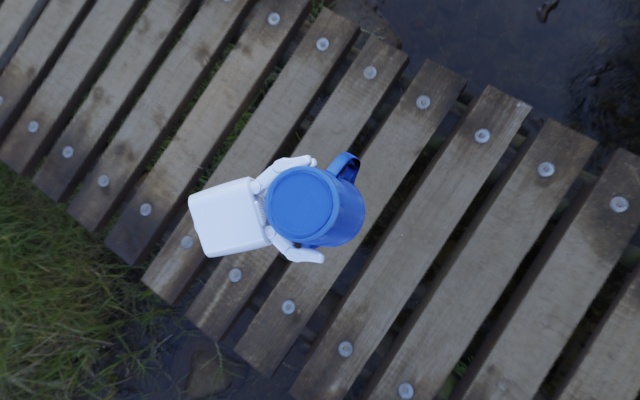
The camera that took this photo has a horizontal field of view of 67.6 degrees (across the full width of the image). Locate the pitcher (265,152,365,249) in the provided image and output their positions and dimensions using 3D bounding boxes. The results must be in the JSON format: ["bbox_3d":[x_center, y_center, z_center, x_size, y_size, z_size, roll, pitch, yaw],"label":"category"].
[{"bbox_3d":[0.000,0.003,0.769,0.145,0.149,0.243,-13,-6,9],"label":"pitcher"}]
